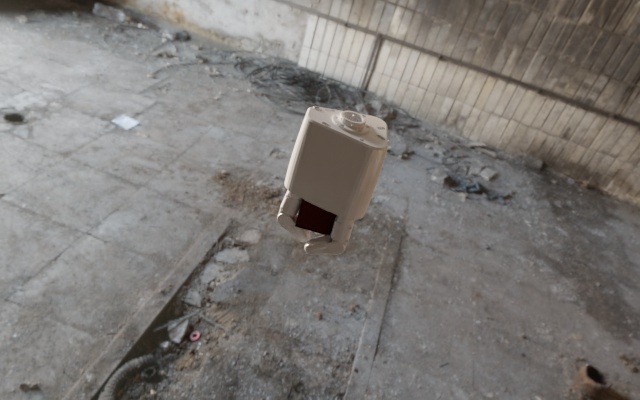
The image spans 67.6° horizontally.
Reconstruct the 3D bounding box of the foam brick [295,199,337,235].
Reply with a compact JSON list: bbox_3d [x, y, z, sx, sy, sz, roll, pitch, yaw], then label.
[{"bbox_3d":[0.000,0.002,0.668,0.053,0.051,0.078,16,34,-3],"label":"foam brick"}]
